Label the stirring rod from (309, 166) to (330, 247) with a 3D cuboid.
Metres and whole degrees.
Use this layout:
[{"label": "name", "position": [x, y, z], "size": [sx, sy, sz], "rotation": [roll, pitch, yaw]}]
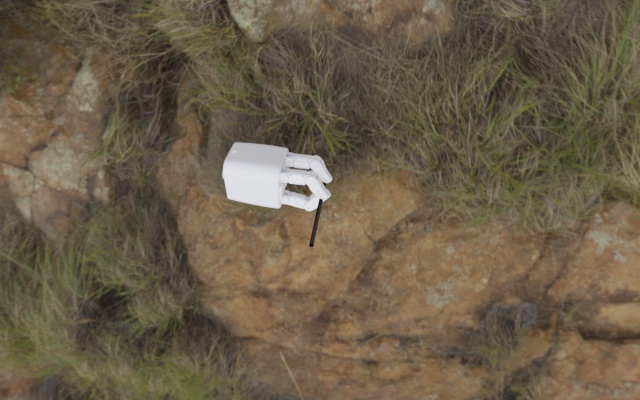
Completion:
[{"label": "stirring rod", "position": [0.000, 0.003, 0.883], "size": [0.011, 0.011, 0.239], "rotation": [0, 36, 9]}]
